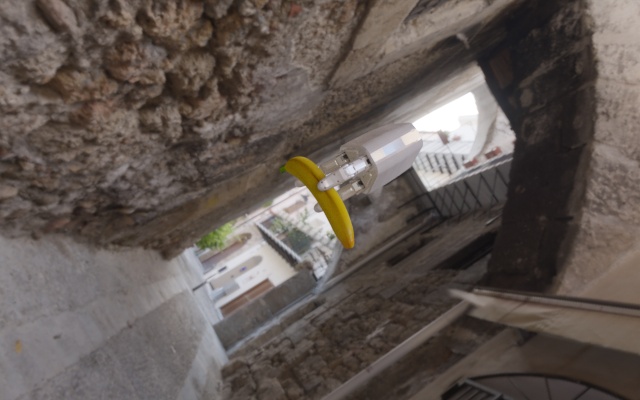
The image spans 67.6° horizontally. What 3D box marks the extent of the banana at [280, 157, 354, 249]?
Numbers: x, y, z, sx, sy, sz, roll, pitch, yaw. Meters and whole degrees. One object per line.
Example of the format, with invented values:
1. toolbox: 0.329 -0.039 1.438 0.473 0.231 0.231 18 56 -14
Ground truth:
1. banana: 0.000 -0.010 0.787 0.037 0.197 0.070 -28 -26 -22
